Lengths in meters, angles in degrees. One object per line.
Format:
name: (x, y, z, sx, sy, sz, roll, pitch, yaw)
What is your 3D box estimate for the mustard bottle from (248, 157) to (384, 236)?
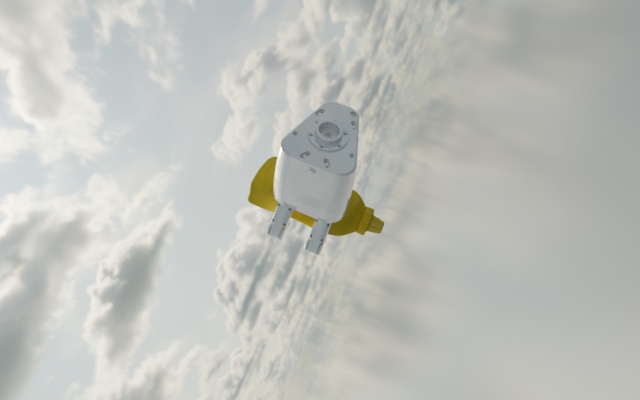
mustard bottle: (0.000, 0.002, 0.685, 0.191, 0.058, 0.096, 22, 33, 5)
